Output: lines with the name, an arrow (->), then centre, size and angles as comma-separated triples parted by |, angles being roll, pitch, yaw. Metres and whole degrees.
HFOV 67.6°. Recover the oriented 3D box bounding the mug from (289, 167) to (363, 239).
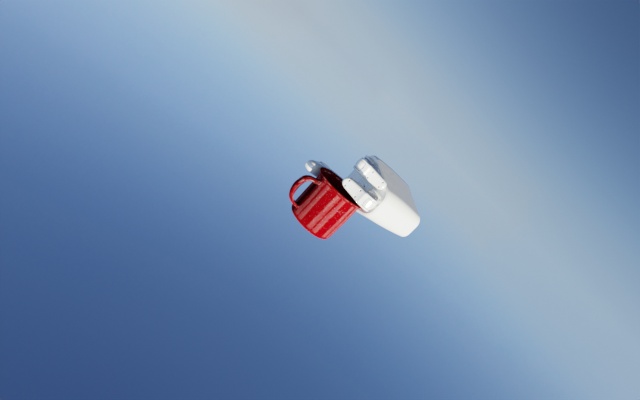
mug -> -0.001, 0.002, 0.755 | 0.117, 0.081, 0.093 | 31, 19, -38
